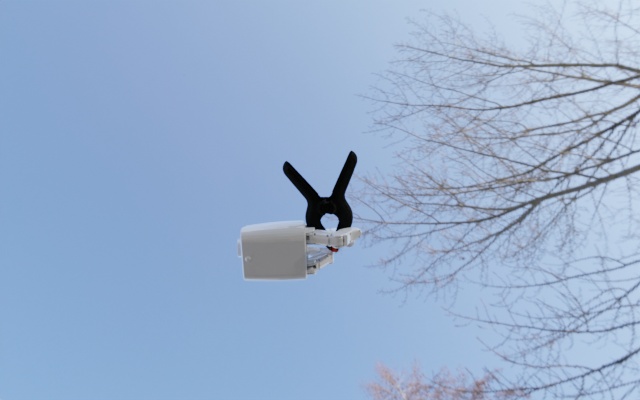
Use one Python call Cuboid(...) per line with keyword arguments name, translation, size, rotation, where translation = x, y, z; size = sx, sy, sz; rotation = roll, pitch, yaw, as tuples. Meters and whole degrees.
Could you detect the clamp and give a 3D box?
Cuboid(name="clamp", translation=(0.000, 0.003, 0.788), size=(0.120, 0.171, 0.039), rotation=(1, 16, 7))
